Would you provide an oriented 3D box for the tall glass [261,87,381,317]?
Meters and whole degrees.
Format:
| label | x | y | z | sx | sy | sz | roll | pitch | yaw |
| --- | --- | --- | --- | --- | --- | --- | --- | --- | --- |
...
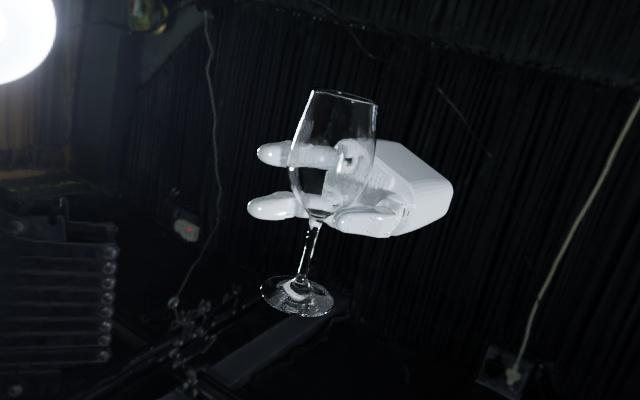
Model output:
| label | x | y | z | sx | sy | sz | roll | pitch | yaw |
| --- | --- | --- | --- | --- | --- | --- | --- | --- | --- |
| tall glass | 0.000 | 0.002 | 0.443 | 0.079 | 0.201 | 0.079 | 12 | 17 | -4 |
